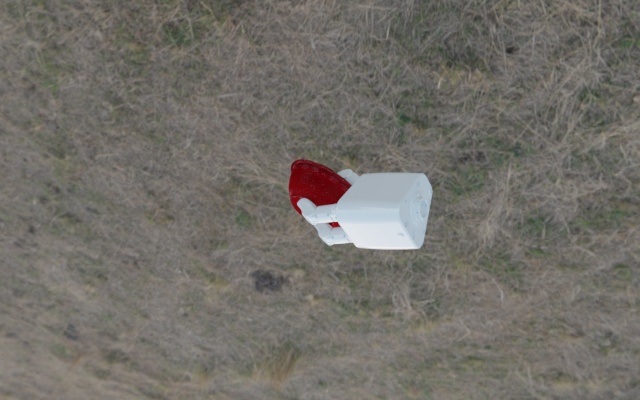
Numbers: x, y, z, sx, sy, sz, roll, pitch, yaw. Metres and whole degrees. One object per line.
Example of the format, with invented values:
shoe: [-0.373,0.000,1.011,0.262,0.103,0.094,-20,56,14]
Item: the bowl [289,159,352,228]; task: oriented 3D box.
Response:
bowl: [-0.001,0.003,0.832,0.162,0.055,0.162,31,-21,14]
